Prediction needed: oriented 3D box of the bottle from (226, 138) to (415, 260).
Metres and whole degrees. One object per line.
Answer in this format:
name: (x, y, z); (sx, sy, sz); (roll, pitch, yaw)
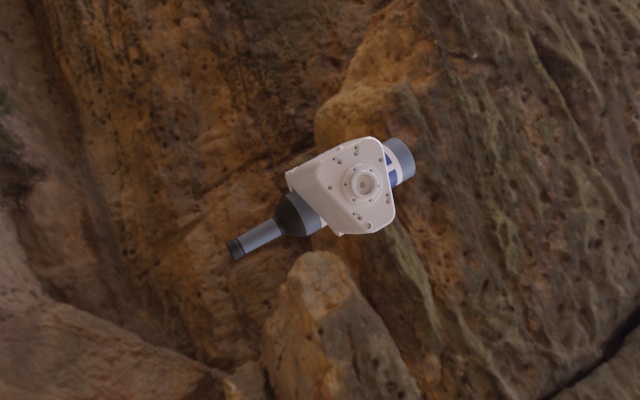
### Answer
bottle: (0.000, 0.002, 0.693); (0.295, 0.069, 0.069); (-29, 8, -15)
